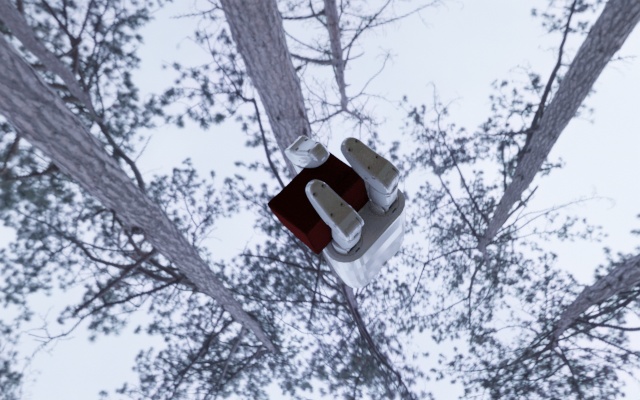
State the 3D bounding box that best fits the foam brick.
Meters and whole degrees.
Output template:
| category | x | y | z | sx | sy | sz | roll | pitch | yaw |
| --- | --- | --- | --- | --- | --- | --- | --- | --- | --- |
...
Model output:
| category | x | y | z | sx | sy | sz | roll | pitch | yaw |
| --- | --- | --- | --- | --- | --- | --- | --- | --- | --- |
| foam brick | 0.000 | 0.002 | 0.451 | 0.053 | 0.078 | 0.051 | 38 | -14 | 27 |
